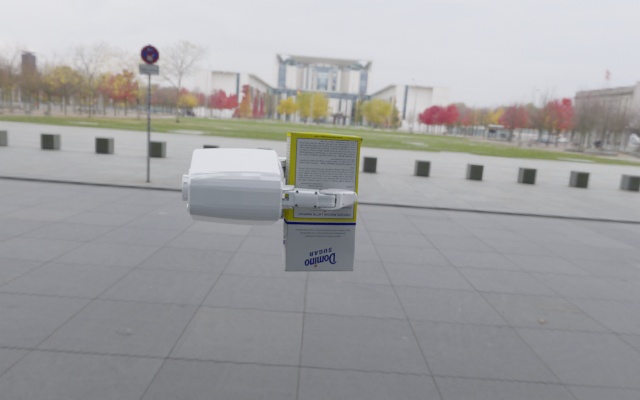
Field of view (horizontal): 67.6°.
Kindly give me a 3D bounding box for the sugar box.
[{"bbox_3d":[0.000,0.002,0.618,0.093,0.176,0.048,2,10,-12],"label":"sugar box"}]
